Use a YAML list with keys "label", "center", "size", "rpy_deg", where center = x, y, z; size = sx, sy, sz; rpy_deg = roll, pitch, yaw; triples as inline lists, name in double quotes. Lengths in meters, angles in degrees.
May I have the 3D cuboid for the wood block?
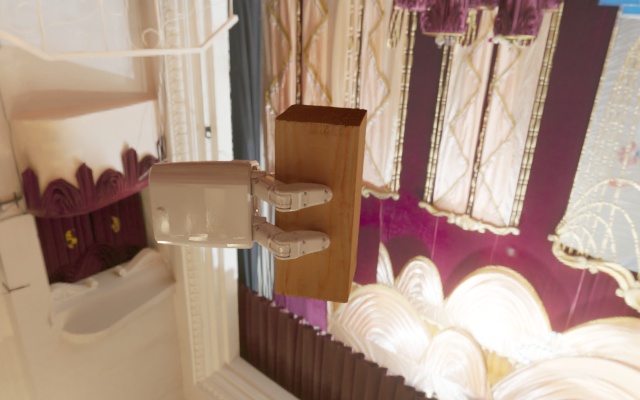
- label: "wood block"
  center: [0.000, 0.002, 0.551]
  size: [0.090, 0.206, 0.090]
  rpy_deg: [6, 23, 8]
